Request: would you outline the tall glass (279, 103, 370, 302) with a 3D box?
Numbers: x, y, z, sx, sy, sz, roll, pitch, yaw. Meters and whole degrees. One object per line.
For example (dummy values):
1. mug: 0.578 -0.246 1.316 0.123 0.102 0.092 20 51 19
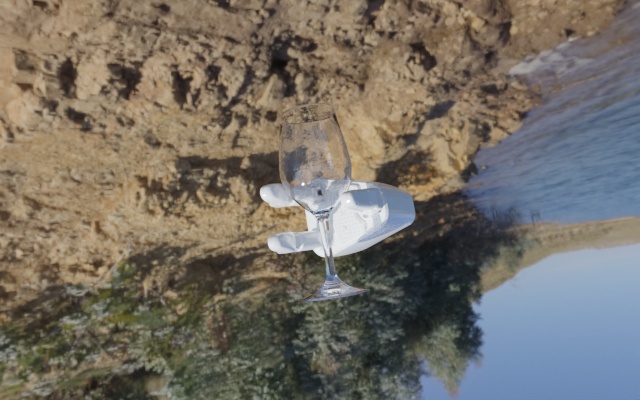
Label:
1. tall glass: 0.000 0.002 0.511 0.079 0.201 0.079 -9 -8 -1
